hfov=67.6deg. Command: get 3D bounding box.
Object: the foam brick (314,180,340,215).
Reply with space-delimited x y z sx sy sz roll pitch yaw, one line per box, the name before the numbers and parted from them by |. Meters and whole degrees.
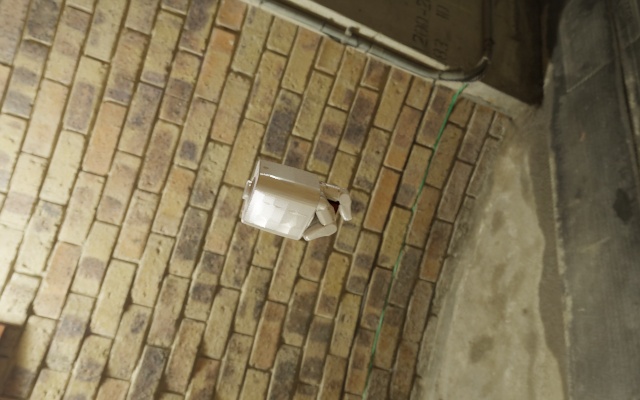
foam brick | 0.000 0.003 0.882 0.051 0.053 0.078 16 24 -13
